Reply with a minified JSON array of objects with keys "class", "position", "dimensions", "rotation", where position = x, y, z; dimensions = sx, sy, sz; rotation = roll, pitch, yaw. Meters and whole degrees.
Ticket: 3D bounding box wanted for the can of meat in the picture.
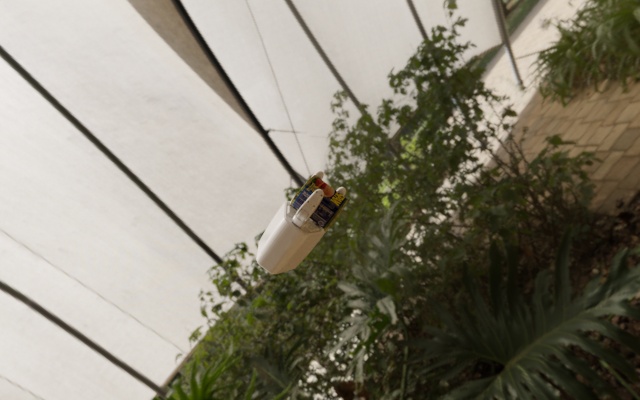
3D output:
[{"class":"can of meat","position":[0.000,0.003,0.886],"dimensions":[0.084,0.057,0.102],"rotation":[37,19,2]}]
